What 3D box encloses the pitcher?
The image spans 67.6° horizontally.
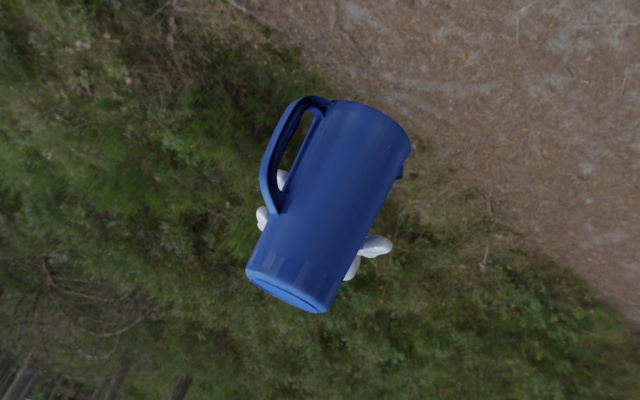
[{"bbox_3d":[0.000,0.002,0.585,0.149,0.242,0.145,22,-19,14],"label":"pitcher"}]
